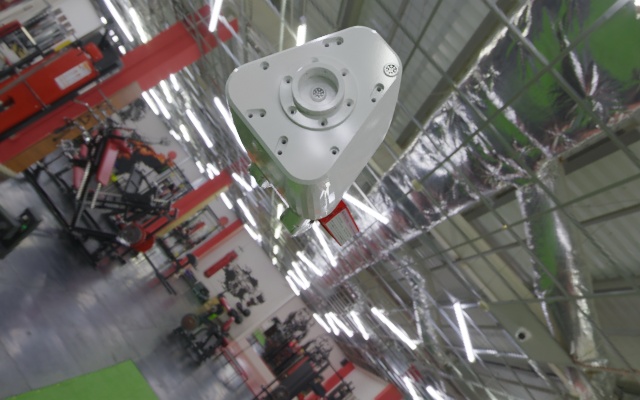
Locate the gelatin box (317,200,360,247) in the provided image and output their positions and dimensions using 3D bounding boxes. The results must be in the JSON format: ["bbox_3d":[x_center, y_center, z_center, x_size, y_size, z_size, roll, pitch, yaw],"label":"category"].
[{"bbox_3d":[0.001,0.001,0.474,0.030,0.073,0.089,-39,-22,-1],"label":"gelatin box"}]
